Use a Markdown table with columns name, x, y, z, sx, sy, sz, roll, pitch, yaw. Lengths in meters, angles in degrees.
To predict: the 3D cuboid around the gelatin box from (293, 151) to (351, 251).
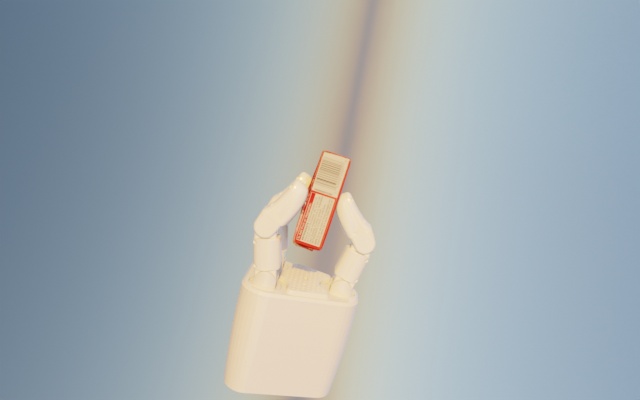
| name | x | y | z | sx | sy | sz | roll | pitch | yaw |
| --- | --- | --- | --- | --- | --- | --- | --- | --- | --- |
| gelatin box | 0.001 | 0.001 | 0.456 | 0.030 | 0.089 | 0.073 | 19 | -2 | 0 |
